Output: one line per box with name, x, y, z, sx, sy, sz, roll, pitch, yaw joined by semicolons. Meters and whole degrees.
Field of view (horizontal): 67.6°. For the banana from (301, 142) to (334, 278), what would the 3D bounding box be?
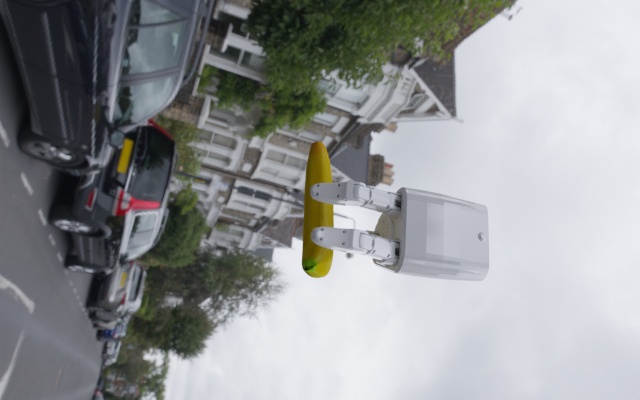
banana;-0.001;0.017;0.555;0.037;0.197;0.070;3;-44;-3
